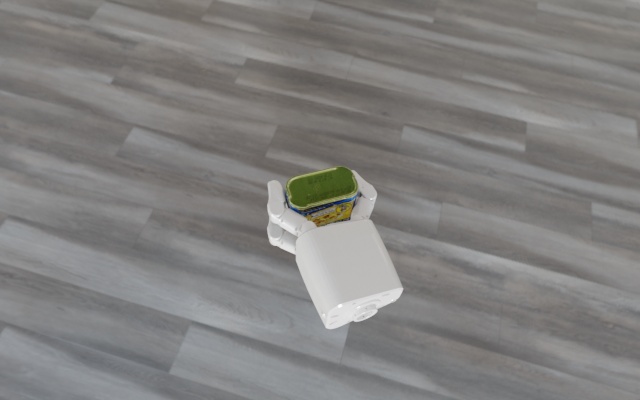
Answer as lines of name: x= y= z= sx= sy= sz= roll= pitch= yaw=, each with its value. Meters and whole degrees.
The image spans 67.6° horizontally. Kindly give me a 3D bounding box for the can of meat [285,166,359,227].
can of meat: x=0.000 y=0.002 z=0.666 sx=0.102 sy=0.057 sz=0.084 roll=-15 pitch=-29 yaw=-12
